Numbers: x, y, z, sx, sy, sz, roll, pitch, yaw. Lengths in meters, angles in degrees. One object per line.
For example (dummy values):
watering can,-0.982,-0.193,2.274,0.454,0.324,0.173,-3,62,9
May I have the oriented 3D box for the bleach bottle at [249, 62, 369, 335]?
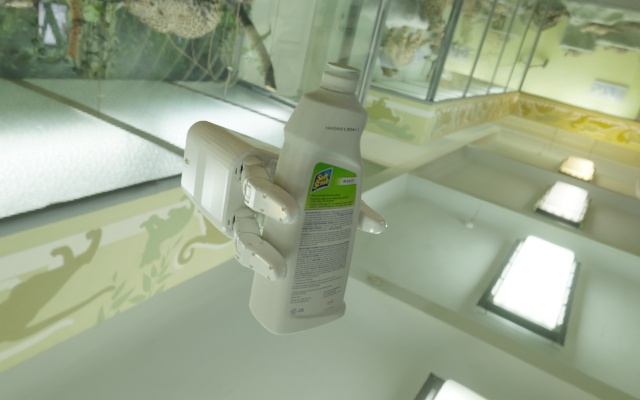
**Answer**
bleach bottle,0.000,0.002,0.448,0.102,0.251,0.068,-6,29,-40
